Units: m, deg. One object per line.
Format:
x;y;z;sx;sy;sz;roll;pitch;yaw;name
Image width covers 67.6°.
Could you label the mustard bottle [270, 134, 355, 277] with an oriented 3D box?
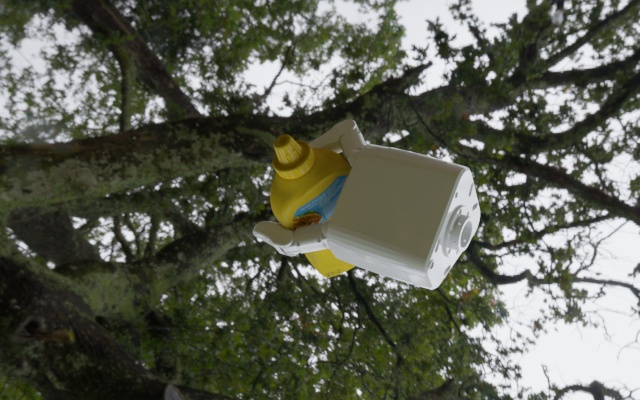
0.000;0.002;0.511;0.058;0.096;0.192;47;-7;44;mustard bottle
